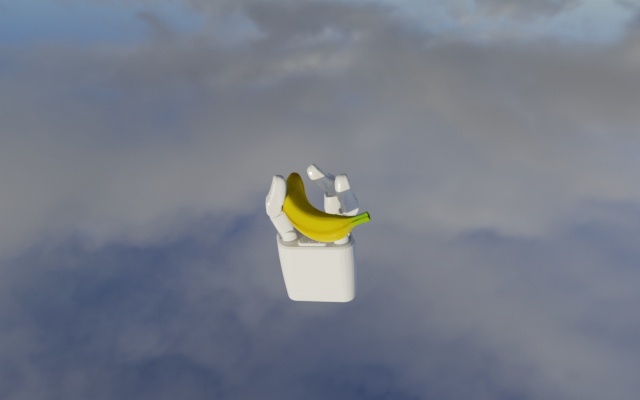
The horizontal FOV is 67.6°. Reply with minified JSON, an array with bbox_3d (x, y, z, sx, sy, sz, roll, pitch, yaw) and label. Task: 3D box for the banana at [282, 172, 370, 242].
[{"bbox_3d":[-0.013,0.012,0.649,0.069,0.037,0.197,-29,33,-20],"label":"banana"}]
